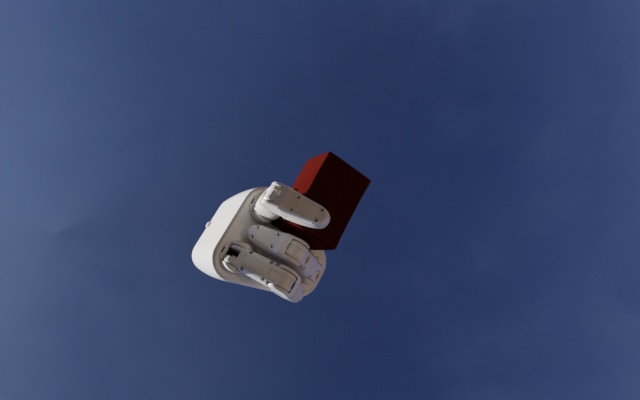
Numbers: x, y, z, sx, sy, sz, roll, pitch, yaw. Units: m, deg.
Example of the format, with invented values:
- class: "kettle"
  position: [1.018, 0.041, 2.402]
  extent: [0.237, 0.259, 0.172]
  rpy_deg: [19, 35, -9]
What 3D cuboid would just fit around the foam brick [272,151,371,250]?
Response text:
- class: "foam brick"
  position: [0.000, 0.001, 0.455]
  extent: [0.053, 0.078, 0.051]
  rpy_deg: [36, -19, -19]
